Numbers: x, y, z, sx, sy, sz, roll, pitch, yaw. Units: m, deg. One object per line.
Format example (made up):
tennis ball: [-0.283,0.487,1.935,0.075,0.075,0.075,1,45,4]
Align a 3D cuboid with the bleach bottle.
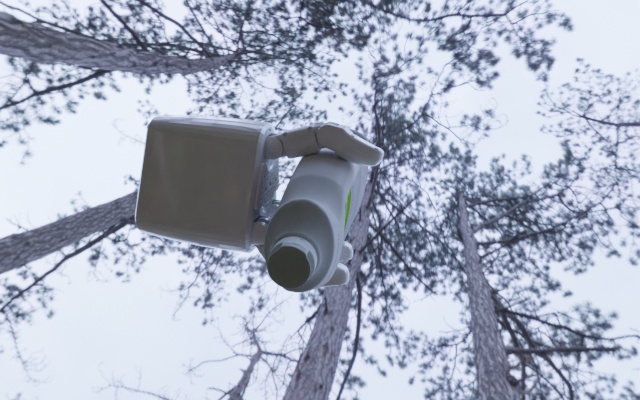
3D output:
bleach bottle: [0.000,0.001,0.414,0.068,0.102,0.250,8,16,7]
